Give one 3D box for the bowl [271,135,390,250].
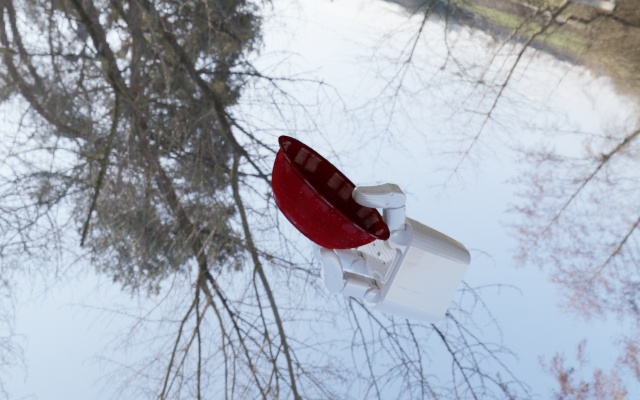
[{"bbox_3d":[-0.001,0.001,0.524,0.162,0.055,0.162,40,15,-13],"label":"bowl"}]
